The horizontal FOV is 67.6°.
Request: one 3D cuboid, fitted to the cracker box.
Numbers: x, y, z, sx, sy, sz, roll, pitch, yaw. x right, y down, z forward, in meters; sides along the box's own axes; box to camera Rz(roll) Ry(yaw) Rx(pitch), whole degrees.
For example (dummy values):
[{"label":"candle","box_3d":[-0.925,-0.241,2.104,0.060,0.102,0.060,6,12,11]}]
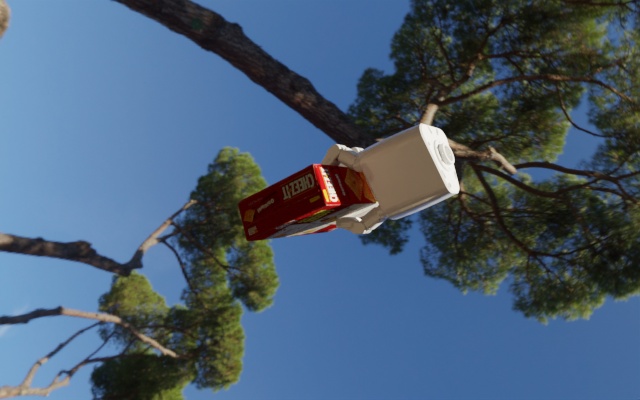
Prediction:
[{"label":"cracker box","box_3d":[0.000,0.003,0.777,0.164,0.072,0.214,-25,-14,33]}]
